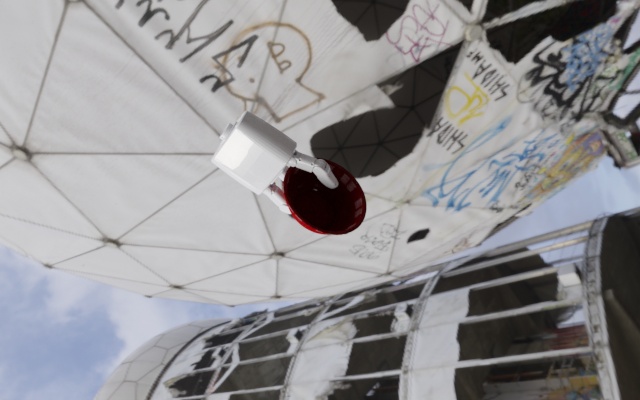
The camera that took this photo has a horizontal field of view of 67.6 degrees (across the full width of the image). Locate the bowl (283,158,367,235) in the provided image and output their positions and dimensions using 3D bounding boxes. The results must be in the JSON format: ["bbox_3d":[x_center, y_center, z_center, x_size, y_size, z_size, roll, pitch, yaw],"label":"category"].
[{"bbox_3d":[0.001,0.004,0.859,0.162,0.162,0.055,0,-32,-28],"label":"bowl"}]
